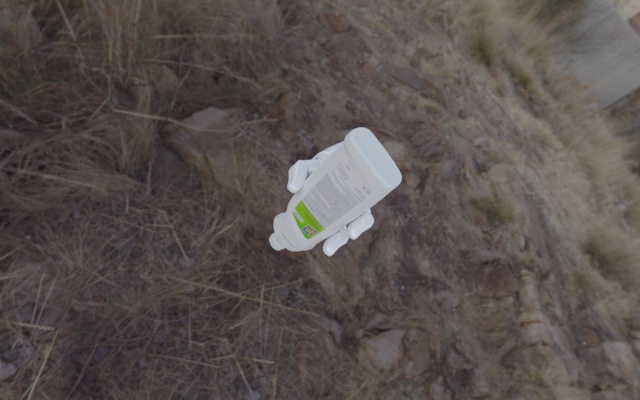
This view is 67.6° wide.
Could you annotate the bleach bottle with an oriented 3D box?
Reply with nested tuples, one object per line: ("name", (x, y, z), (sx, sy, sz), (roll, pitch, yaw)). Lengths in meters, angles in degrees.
("bleach bottle", (0.000, 0.002, 0.727), (0.251, 0.102, 0.068), (-38, -3, 37))
